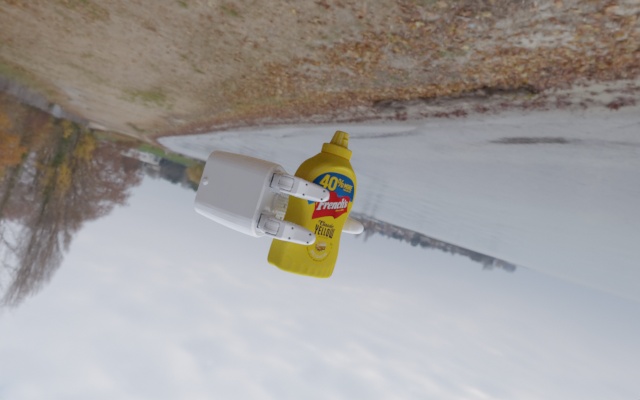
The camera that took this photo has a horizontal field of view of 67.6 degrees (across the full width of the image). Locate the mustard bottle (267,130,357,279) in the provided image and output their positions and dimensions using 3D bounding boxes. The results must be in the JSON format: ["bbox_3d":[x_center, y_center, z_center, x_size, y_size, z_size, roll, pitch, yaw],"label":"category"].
[{"bbox_3d":[0.000,0.002,0.624,0.096,0.191,0.058,18,-1,-40],"label":"mustard bottle"}]
